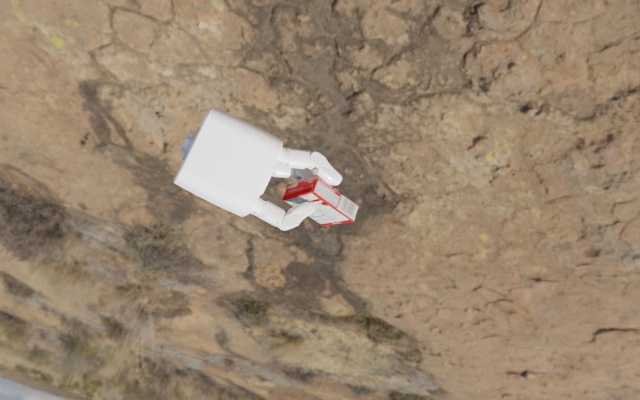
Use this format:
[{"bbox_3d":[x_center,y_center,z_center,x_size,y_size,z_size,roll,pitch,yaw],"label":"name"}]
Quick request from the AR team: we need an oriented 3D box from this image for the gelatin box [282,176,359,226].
[{"bbox_3d":[0.000,0.003,0.707,0.089,0.030,0.073,35,-28,-29],"label":"gelatin box"}]
